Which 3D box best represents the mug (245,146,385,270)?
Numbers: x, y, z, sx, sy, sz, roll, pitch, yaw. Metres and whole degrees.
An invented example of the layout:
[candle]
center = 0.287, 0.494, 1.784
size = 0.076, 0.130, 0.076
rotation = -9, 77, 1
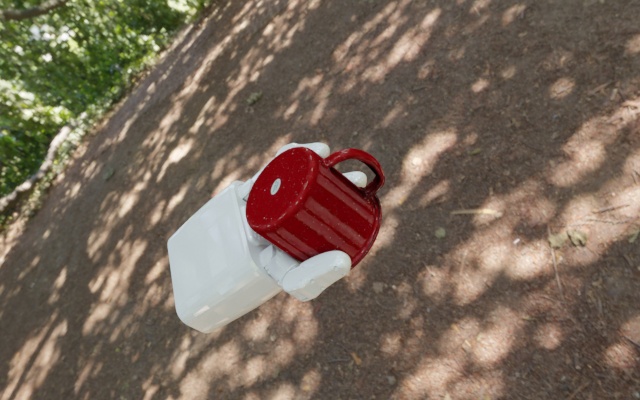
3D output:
[mug]
center = 0.001, 0.000, 0.401
size = 0.117, 0.093, 0.081
rotation = -38, -53, 21
